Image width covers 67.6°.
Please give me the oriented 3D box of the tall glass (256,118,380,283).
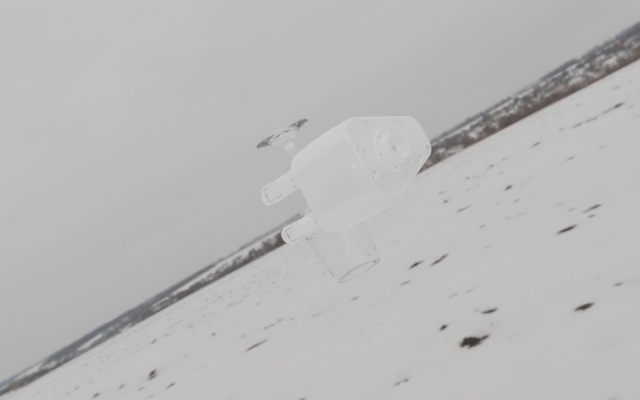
[{"bbox_3d":[0.000,0.001,0.603,0.079,0.201,0.079,-29,-1,0],"label":"tall glass"}]
